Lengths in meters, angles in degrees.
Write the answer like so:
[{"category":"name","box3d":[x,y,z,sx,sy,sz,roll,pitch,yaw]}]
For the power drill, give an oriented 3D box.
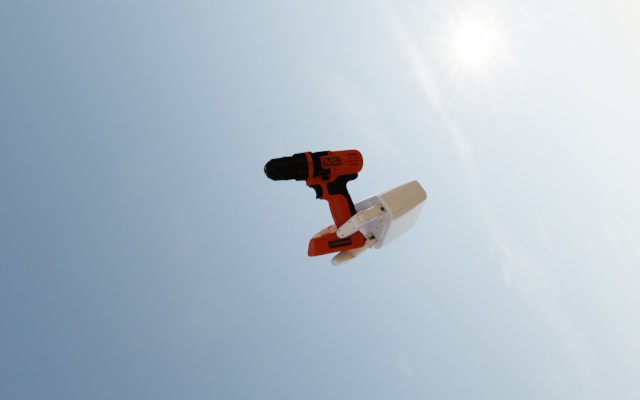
[{"category":"power drill","box3d":[0.000,0.003,0.853,0.184,0.187,0.057,-8,-4,-15]}]
